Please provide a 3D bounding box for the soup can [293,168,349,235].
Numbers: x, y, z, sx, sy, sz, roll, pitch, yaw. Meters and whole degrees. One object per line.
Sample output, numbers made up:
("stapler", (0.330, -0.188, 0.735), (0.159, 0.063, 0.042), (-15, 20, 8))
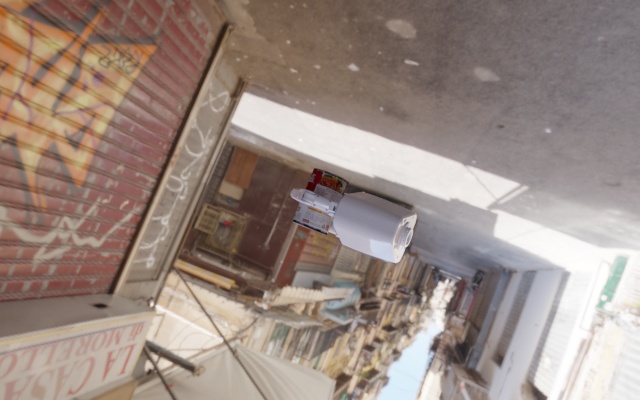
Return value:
("soup can", (0.000, 0.003, 0.841), (0.068, 0.102, 0.068), (22, -4, 2))
